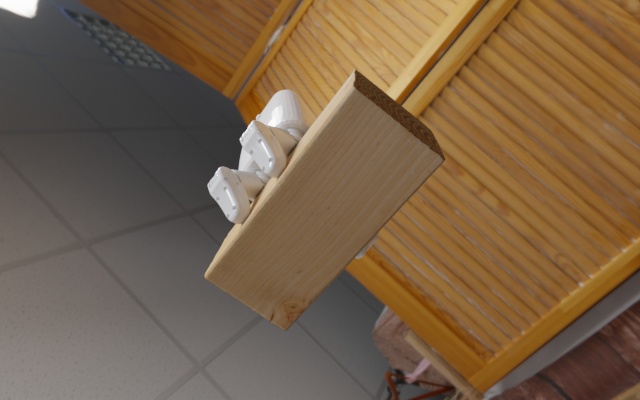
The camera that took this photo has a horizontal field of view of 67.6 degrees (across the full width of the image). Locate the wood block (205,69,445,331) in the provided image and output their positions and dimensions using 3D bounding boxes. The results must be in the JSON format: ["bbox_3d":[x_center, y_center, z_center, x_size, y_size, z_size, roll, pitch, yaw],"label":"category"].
[{"bbox_3d":[0.000,0.001,0.420,0.091,0.206,0.090,36,22,-10],"label":"wood block"}]
